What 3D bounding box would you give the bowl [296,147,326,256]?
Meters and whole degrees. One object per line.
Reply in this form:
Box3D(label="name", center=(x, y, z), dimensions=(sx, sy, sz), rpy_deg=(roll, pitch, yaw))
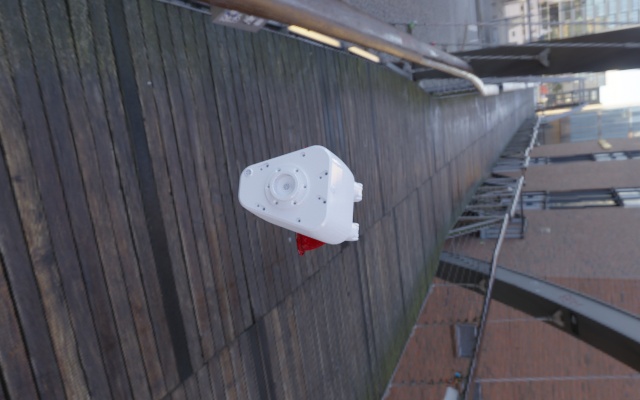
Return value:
Box3D(label="bowl", center=(0.001, 0.002, 0.709), dimensions=(0.055, 0.162, 0.162), rpy_deg=(2, 0, 4))
